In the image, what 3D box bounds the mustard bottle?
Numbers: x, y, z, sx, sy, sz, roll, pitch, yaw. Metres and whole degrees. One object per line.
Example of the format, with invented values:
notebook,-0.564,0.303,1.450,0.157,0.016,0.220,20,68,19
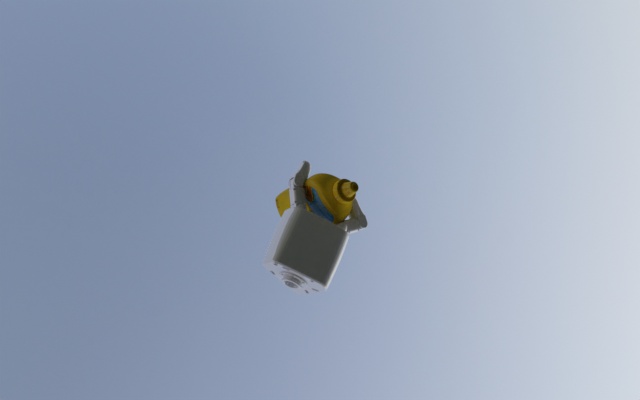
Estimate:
mustard bottle,0.000,0.003,0.843,0.058,0.096,0.192,-38,9,-38
